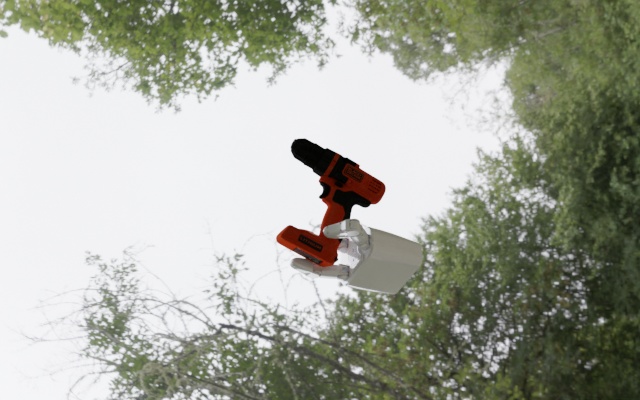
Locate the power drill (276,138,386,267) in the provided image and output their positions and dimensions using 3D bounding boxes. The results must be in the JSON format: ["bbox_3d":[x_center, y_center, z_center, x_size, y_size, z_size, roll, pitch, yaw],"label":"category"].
[{"bbox_3d":[0.000,0.003,0.809,0.184,0.187,0.057,29,-18,-3],"label":"power drill"}]
